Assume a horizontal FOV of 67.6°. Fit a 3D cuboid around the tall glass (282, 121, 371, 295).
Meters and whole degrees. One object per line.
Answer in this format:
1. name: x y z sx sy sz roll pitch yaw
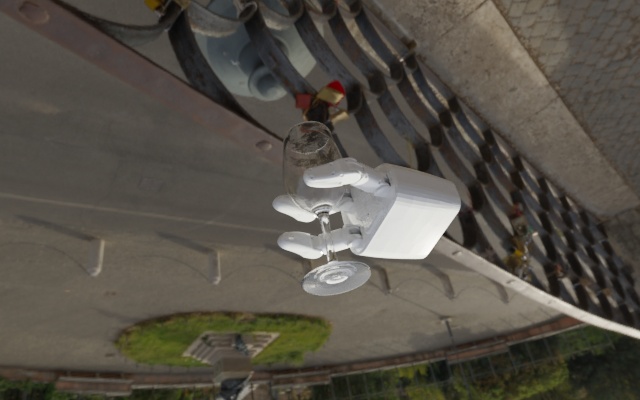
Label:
1. tall glass: 0.000 0.002 0.551 0.079 0.201 0.079 -8 -34 -6
